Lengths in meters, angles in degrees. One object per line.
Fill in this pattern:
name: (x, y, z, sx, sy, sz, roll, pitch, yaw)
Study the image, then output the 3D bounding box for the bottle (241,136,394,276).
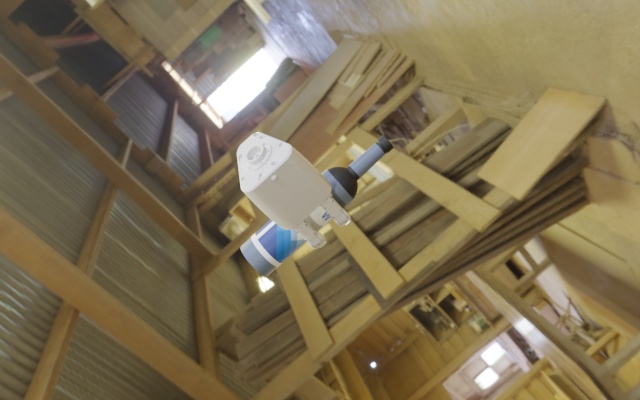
bottle: (0.000, 0.003, 0.781, 0.296, 0.069, 0.069, -42, -3, 3)
